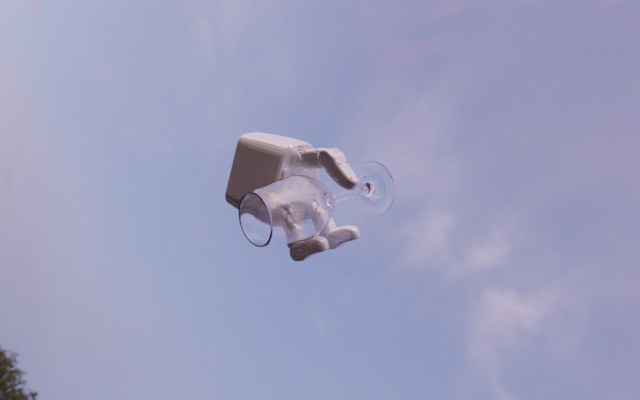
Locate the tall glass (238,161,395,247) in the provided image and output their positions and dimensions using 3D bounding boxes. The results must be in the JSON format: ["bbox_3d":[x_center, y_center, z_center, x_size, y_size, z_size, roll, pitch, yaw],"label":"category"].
[{"bbox_3d":[0.001,0.002,0.583,0.201,0.079,0.079,-15,10,-42],"label":"tall glass"}]
